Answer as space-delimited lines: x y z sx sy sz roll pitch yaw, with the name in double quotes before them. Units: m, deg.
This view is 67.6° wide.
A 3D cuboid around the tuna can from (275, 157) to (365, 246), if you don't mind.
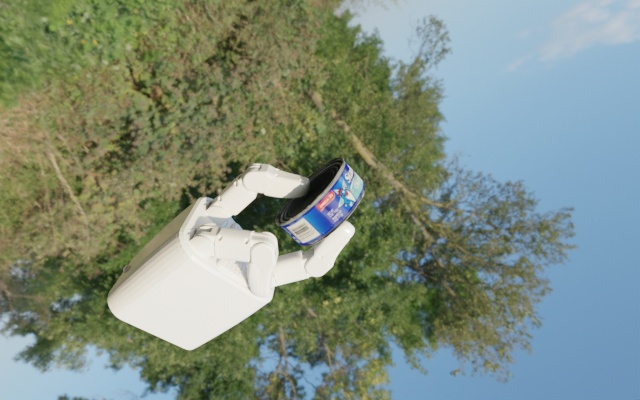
"tuna can" 0.001 0.002 0.444 0.034 0.086 0.086 45 -15 -15
